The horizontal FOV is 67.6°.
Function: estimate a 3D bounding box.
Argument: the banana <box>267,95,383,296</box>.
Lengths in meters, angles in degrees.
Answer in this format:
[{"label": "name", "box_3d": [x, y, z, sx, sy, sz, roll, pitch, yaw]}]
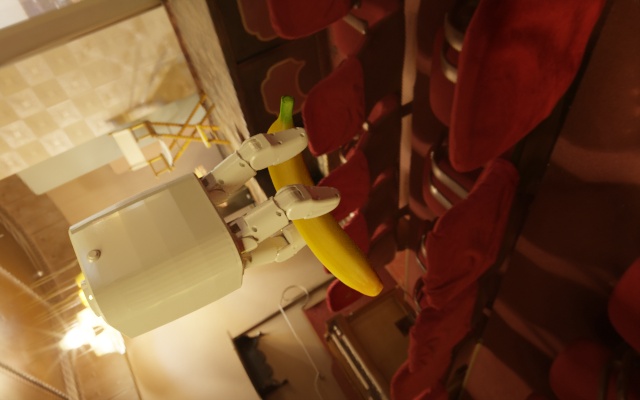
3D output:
[{"label": "banana", "box_3d": [-0.007, 0.004, 0.446, 0.037, 0.198, 0.070, -23, -9, -25]}]
